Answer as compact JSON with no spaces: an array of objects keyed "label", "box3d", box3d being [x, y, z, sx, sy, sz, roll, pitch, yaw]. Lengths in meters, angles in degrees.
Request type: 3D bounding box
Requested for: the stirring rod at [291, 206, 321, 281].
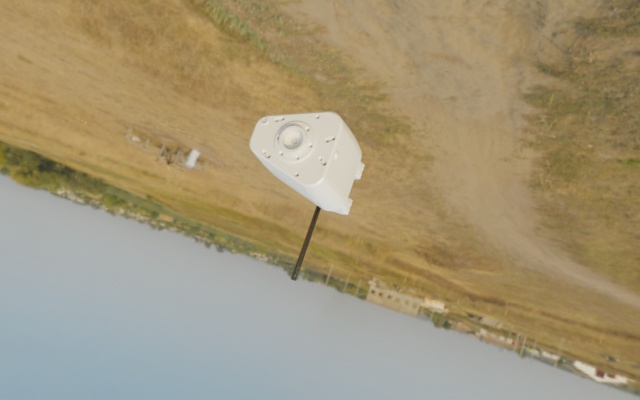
[{"label":"stirring rod","box3d":[0.000,0.002,0.705,0.011,0.239,0.011,19,-9,3]}]
